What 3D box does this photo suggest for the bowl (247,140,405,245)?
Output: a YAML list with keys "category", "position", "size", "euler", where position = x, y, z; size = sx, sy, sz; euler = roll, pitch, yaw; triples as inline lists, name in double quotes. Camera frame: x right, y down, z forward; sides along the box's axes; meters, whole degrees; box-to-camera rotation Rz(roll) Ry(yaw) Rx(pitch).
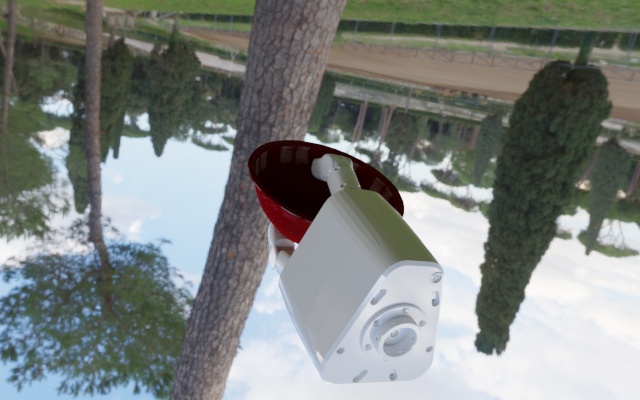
- category: "bowl"
  position: [0.000, 0.001, 0.485]
  size: [0.162, 0.055, 0.162]
  euler: [15, 31, -9]
